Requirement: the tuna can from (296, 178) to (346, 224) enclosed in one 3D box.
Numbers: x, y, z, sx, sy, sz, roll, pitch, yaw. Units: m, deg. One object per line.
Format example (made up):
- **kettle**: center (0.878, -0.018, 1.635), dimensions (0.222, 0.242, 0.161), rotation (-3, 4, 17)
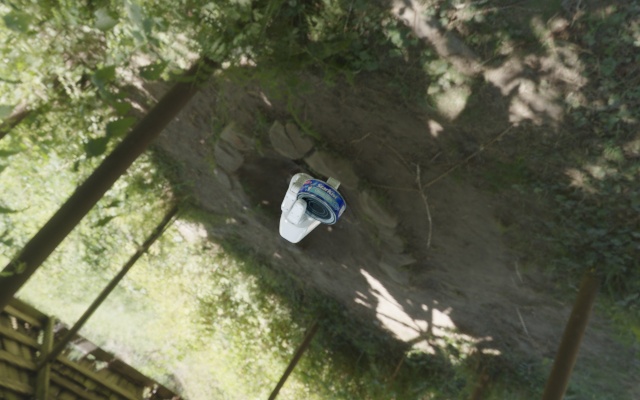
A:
- **tuna can**: center (0.000, 0.003, 0.837), dimensions (0.086, 0.033, 0.086), rotation (28, -27, 15)
